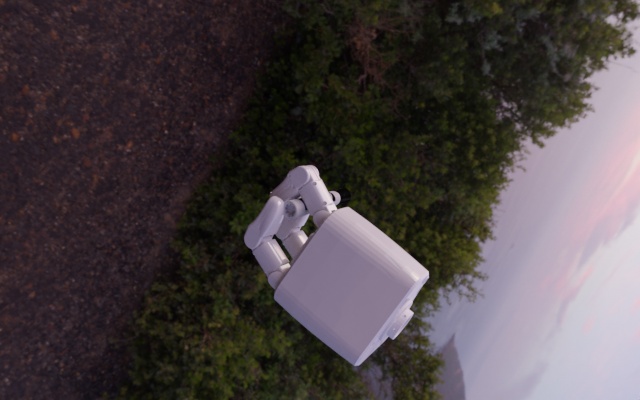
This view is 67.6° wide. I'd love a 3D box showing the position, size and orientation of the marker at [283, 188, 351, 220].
[{"bbox_3d":[0.000,0.002,0.522,0.020,0.020,0.121,0,8,31],"label":"marker"}]
